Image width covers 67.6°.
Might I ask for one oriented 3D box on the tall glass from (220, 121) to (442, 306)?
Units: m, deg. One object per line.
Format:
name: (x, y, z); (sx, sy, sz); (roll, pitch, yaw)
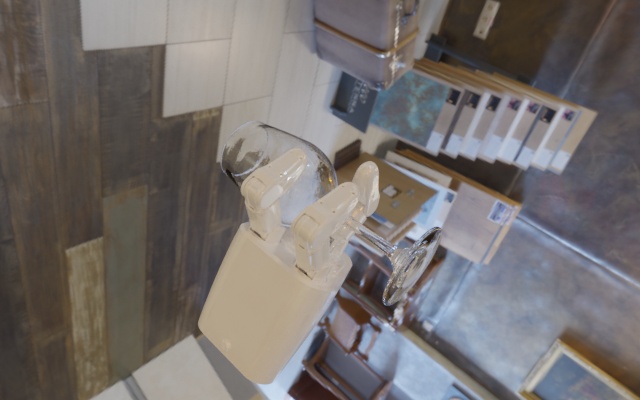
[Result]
tall glass: (0.001, 0.002, 0.417); (0.201, 0.079, 0.079); (35, 18, 26)
